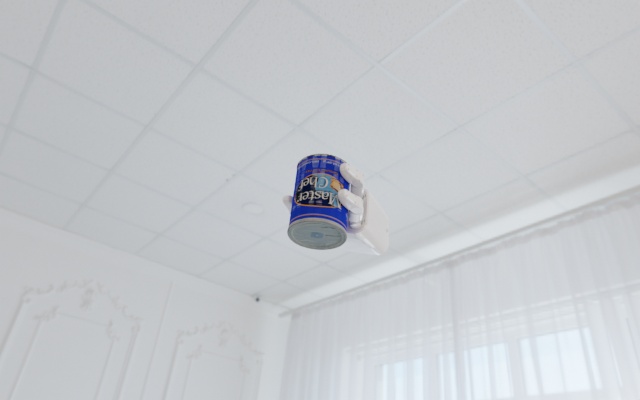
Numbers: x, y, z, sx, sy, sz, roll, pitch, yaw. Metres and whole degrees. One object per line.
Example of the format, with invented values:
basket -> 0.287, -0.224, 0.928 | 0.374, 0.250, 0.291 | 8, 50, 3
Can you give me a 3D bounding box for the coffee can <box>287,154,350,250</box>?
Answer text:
coffee can -> 0.000, 0.003, 0.851 | 0.103, 0.140, 0.103 | 4, -33, 3
